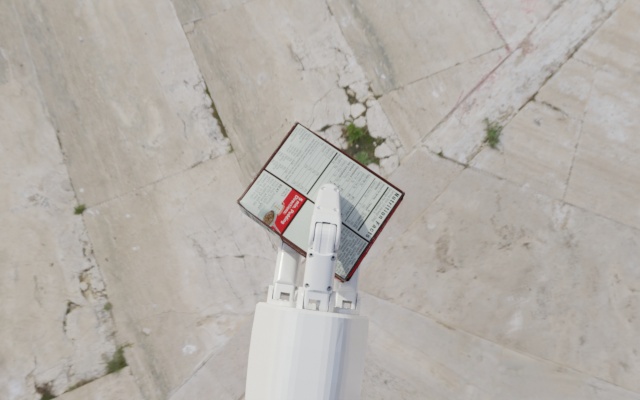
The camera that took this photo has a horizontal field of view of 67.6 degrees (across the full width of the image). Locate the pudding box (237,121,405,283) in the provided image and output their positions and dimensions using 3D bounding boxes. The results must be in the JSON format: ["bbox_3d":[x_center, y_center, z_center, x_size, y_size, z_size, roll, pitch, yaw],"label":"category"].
[{"bbox_3d":[0.000,0.001,0.403,0.113,0.090,0.039,35,-9,4],"label":"pudding box"}]
